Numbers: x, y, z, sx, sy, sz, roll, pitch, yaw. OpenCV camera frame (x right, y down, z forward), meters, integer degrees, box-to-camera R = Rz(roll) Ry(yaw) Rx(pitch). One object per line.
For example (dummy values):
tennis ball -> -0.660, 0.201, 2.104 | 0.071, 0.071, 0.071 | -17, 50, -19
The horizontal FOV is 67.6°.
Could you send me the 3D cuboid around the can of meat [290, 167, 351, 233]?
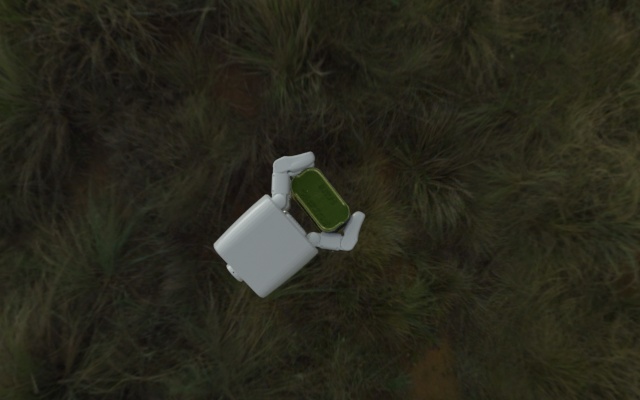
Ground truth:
can of meat -> 0.000, 0.002, 0.715 | 0.057, 0.102, 0.084 | -38, -6, -2
